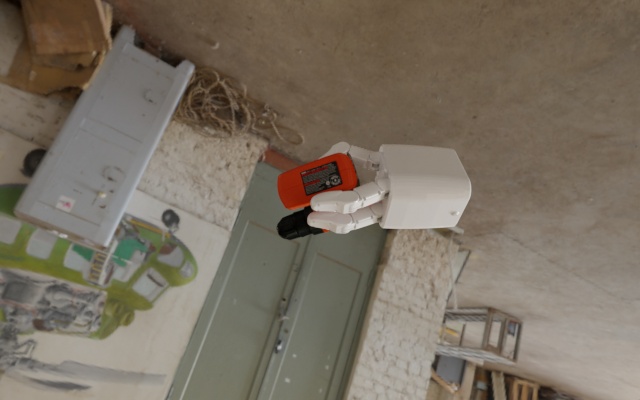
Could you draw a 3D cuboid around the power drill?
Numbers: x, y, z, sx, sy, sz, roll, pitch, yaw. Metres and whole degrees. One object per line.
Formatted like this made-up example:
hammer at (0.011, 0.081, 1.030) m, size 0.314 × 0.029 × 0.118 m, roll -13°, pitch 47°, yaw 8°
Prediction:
power drill at (0.000, 0.002, 0.704) m, size 0.184 × 0.057 × 0.188 m, roll -21°, pitch -18°, yaw 8°
